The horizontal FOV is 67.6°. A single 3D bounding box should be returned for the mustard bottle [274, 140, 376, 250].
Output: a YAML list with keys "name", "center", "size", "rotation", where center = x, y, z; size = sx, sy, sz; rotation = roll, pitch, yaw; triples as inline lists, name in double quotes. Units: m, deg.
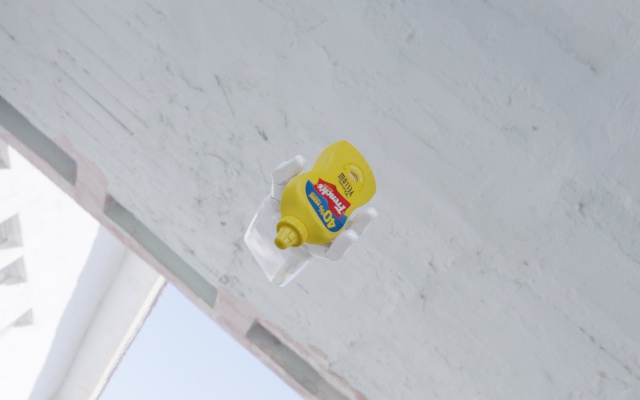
- name: "mustard bottle"
  center: [0.000, 0.002, 0.638]
  size: [0.058, 0.096, 0.191]
  rotation: [-17, 21, 45]
